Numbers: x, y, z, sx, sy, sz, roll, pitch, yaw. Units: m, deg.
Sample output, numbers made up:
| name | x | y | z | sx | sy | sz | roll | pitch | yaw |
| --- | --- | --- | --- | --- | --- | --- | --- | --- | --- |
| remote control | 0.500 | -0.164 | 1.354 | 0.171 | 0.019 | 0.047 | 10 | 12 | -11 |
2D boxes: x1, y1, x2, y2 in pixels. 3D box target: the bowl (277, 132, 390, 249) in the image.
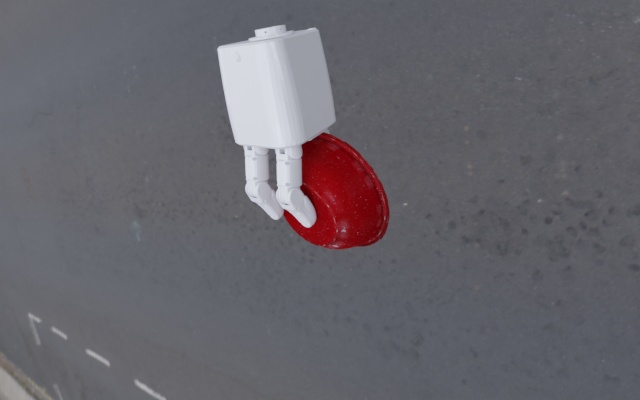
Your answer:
| name | x | y | z | sx | sy | sz | roll | pitch | yaw |
| --- | --- | --- | --- | --- | --- | --- | --- | --- | --- |
| bowl | 0.000 | 0.003 | 0.567 | 0.162 | 0.162 | 0.055 | 0 | 31 | 48 |
